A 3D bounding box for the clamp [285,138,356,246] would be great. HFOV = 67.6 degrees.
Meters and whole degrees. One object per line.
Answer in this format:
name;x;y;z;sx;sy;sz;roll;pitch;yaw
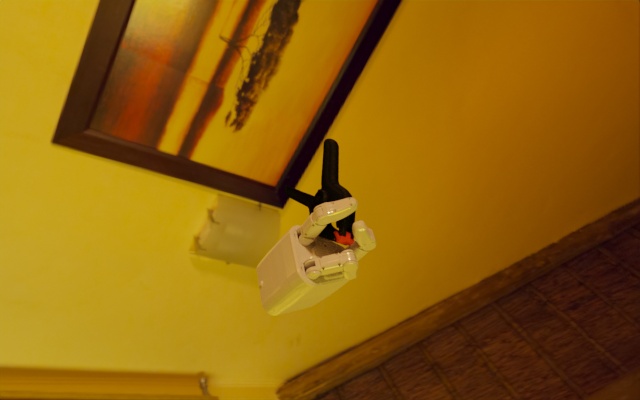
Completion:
clamp;0.001;0.003;0.712;0.039;0.171;0.120;16;-45;-35
